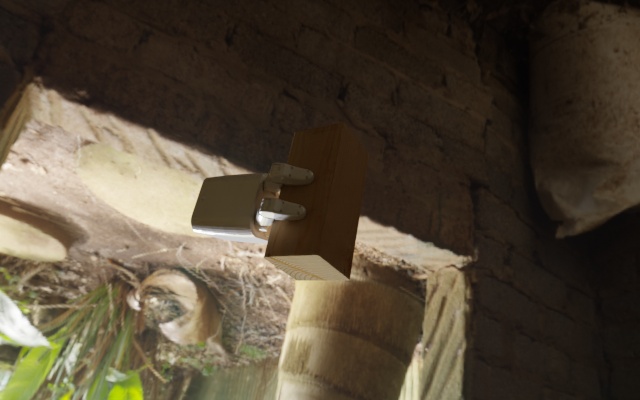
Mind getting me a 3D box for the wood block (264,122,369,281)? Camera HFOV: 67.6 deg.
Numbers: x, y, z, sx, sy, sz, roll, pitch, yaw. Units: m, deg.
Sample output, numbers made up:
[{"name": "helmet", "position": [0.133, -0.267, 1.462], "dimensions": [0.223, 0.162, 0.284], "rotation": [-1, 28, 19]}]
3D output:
[{"name": "wood block", "position": [0.000, 0.003, 0.686], "dimensions": [0.090, 0.206, 0.091], "rotation": [-6, -32, 30]}]
